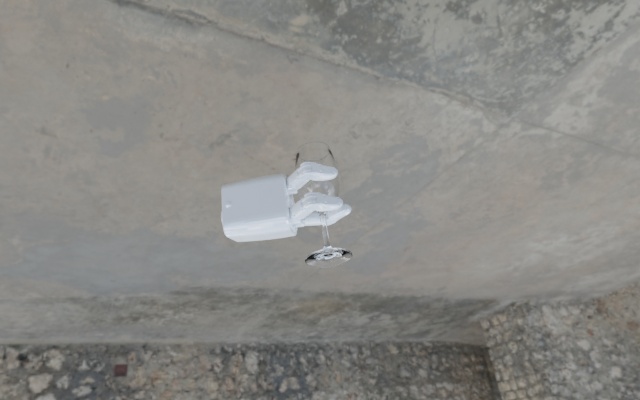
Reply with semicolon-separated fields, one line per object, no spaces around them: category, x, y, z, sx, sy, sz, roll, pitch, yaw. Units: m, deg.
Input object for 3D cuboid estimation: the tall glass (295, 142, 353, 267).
tall glass;0.000;0.003;0.782;0.079;0.201;0.079;-6;-28;-3
